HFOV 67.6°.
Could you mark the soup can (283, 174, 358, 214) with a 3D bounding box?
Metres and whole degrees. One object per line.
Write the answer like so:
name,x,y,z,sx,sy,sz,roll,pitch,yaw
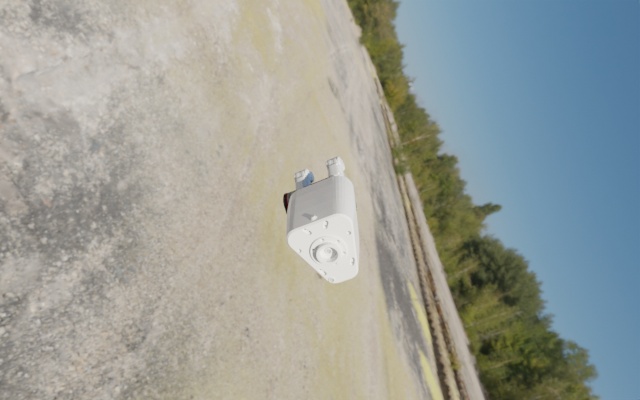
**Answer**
soup can,0.000,0.002,0.765,0.102,0.068,0.068,-21,-5,13
